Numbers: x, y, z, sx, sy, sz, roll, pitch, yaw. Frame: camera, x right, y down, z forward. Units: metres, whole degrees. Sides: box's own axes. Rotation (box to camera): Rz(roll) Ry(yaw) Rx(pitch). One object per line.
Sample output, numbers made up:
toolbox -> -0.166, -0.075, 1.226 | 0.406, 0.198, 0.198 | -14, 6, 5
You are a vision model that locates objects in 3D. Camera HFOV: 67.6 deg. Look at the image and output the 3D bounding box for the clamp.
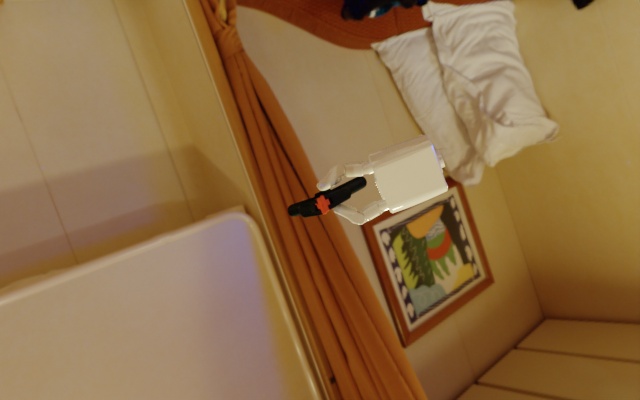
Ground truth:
clamp -> 0.001, 0.004, 0.851 | 0.164, 0.036, 0.210 | -23, 3, 11
